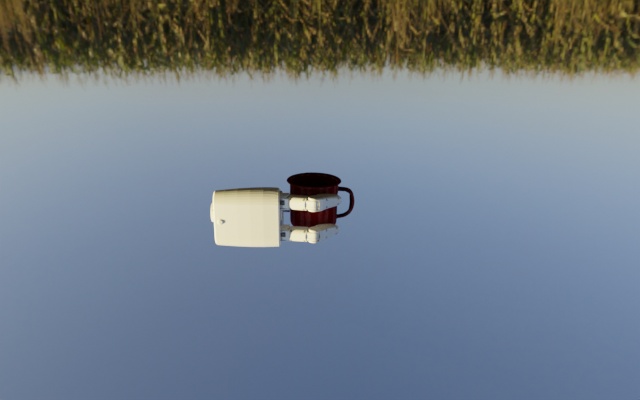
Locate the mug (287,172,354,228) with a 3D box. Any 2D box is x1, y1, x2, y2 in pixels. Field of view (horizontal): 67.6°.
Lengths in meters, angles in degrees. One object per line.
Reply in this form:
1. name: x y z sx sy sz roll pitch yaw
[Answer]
1. mug: 0.002 0.003 0.826 0.117 0.081 0.093 1 19 -2
